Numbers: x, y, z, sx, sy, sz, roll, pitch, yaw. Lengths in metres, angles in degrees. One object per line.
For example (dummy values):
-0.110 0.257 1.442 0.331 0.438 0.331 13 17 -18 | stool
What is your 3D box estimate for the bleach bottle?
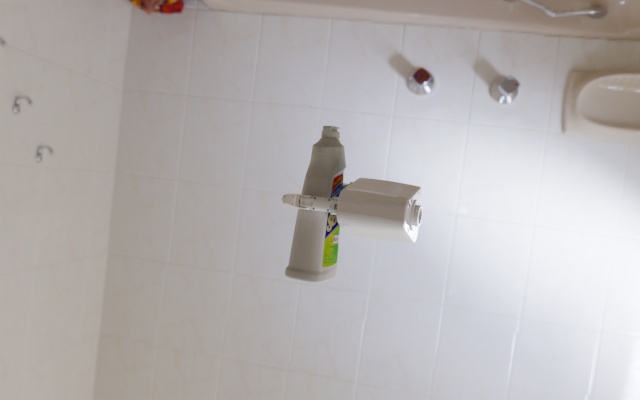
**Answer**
0.000 0.003 0.786 0.068 0.251 0.102 7 2 23 | bleach bottle
